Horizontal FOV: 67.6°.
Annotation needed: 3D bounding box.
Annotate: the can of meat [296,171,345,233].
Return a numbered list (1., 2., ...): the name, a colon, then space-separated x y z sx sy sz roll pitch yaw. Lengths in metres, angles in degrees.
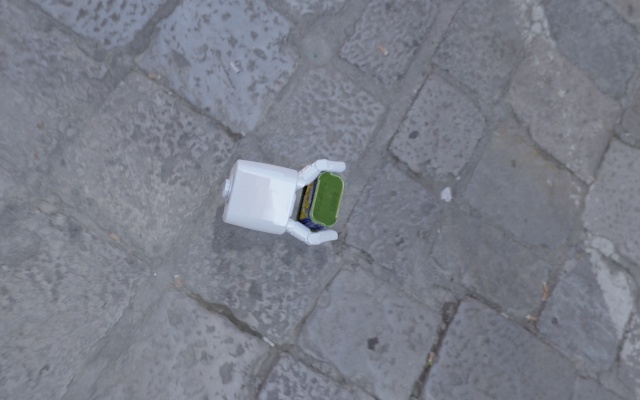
1. can of meat: 0.000 0.003 0.862 0.057 0.102 0.084 16 -13 -15
